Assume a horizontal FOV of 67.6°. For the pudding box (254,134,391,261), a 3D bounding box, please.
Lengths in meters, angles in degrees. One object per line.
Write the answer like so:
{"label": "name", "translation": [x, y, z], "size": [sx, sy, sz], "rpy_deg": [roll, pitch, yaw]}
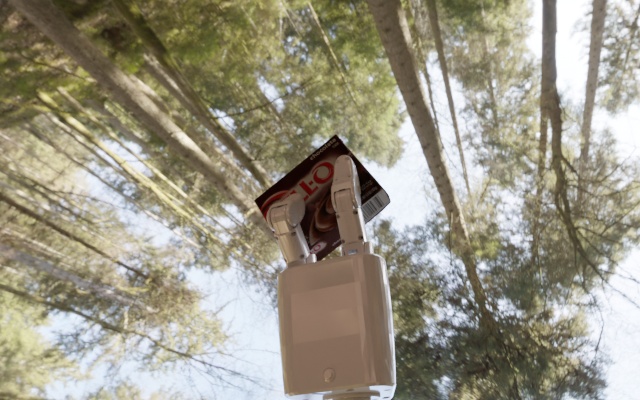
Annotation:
{"label": "pudding box", "translation": [0.000, 0.002, 0.478], "size": [0.113, 0.090, 0.039], "rpy_deg": [-38, -36, 2]}
